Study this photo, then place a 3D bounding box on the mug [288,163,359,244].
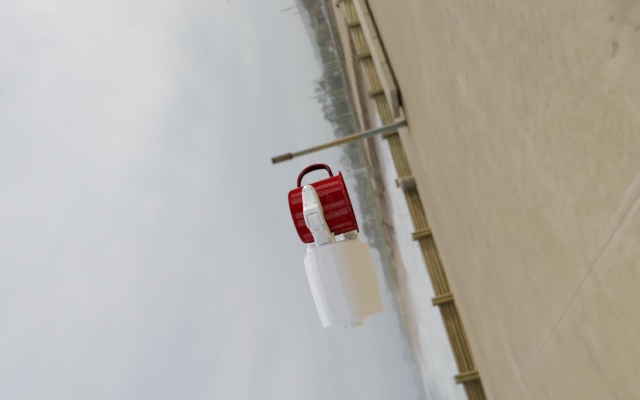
[{"bbox_3d":[0.000,0.001,0.685,0.081,0.117,0.093,-17,-16,5],"label":"mug"}]
